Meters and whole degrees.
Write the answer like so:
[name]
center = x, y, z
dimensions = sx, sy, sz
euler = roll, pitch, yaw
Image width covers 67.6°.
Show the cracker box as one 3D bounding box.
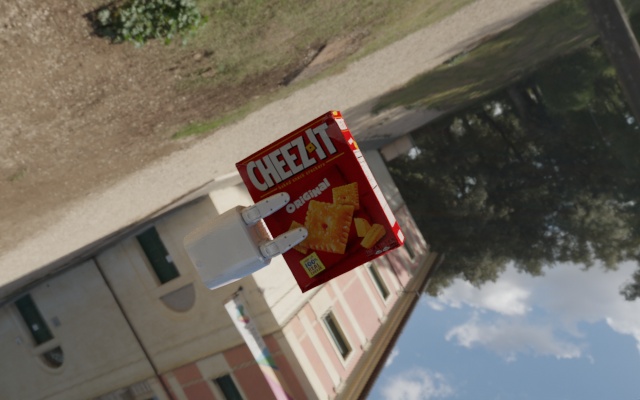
[cracker box]
center = 0.000, 0.002, 0.690
dimensions = 0.164, 0.213, 0.072
euler = -27, 2, 14
